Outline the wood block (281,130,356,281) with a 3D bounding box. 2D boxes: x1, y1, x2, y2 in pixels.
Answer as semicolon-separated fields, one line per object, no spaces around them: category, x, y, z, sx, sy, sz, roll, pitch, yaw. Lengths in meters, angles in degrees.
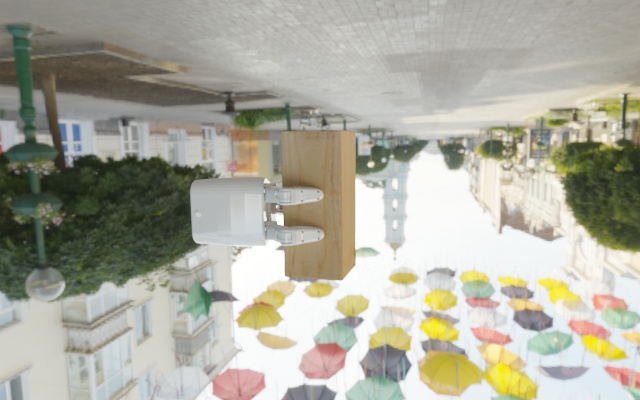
wood block;0.000;0.002;0.698;0.090;0.206;0.091;1;8;16
